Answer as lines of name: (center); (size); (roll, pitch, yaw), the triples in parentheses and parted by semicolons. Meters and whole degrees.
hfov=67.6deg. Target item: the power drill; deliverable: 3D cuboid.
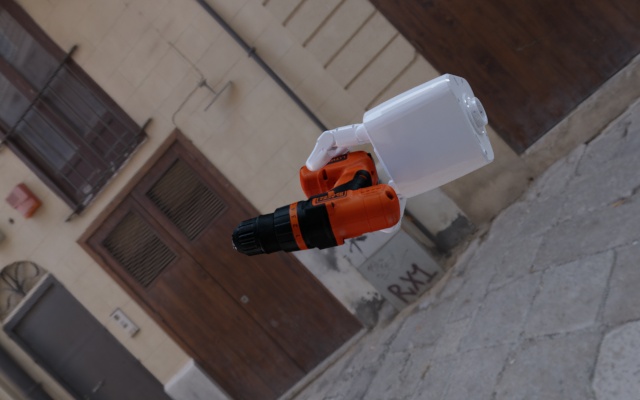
power drill: (0.000, 0.002, 0.570); (0.184, 0.057, 0.187); (-12, 20, 10)
